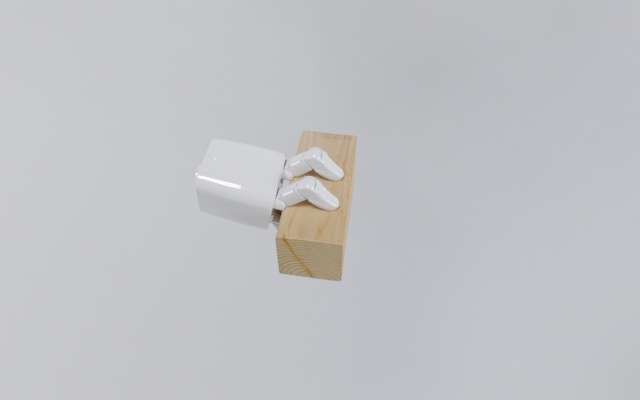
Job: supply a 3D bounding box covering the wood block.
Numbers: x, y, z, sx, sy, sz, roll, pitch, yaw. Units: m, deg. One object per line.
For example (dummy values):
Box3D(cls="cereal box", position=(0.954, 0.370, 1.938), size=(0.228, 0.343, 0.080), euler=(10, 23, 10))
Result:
Box3D(cls="wood block", position=(0.000, 0.003, 0.700), size=(0.090, 0.206, 0.091), euler=(6, -40, 5))
